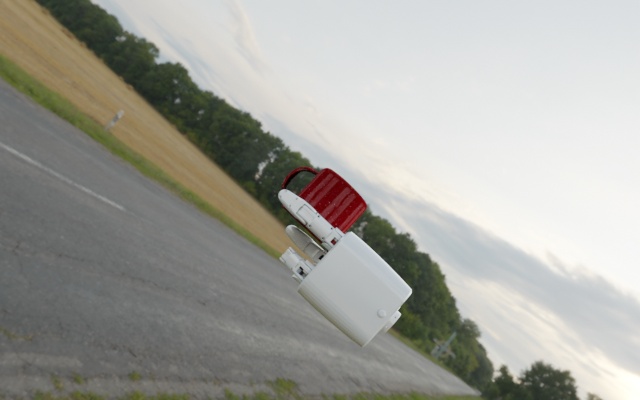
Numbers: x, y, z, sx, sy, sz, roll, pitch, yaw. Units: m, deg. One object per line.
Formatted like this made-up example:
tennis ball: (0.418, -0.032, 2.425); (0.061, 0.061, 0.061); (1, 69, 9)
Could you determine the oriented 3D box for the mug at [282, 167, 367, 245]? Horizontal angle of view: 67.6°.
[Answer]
mug: (-0.001, 0.001, 0.653); (0.117, 0.081, 0.093); (43, -4, 10)
